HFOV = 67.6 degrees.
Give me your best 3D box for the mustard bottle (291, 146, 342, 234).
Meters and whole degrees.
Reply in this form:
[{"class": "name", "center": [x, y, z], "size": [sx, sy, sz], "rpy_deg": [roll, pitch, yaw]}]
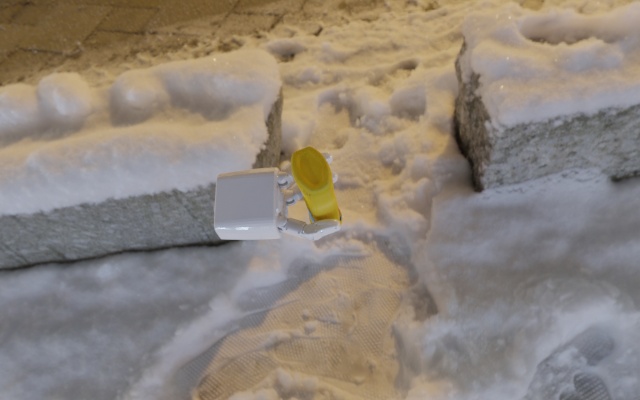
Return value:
[{"class": "mustard bottle", "center": [0.000, 0.002, 0.807], "size": [0.058, 0.096, 0.192], "rpy_deg": [-24, -35, -5]}]
